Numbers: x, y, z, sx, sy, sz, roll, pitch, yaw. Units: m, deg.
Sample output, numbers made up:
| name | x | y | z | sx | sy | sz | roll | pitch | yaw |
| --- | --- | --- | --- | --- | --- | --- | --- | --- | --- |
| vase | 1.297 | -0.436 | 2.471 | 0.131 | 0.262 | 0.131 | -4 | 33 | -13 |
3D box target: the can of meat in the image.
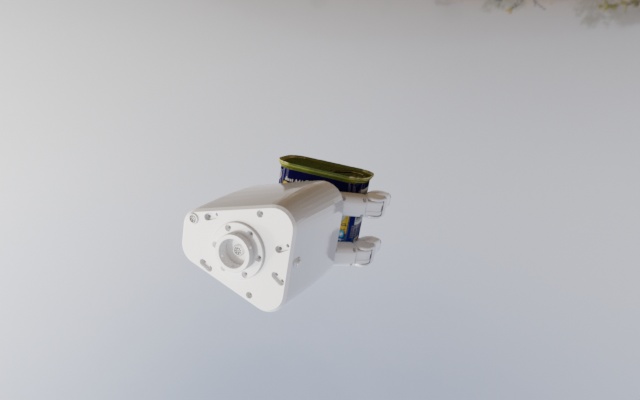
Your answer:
| name | x | y | z | sx | sy | sz | roll | pitch | yaw |
| --- | --- | --- | --- | --- | --- | --- | --- | --- | --- |
| can of meat | 0.000 | 0.002 | 0.527 | 0.102 | 0.084 | 0.057 | 14 | 15 | 15 |
